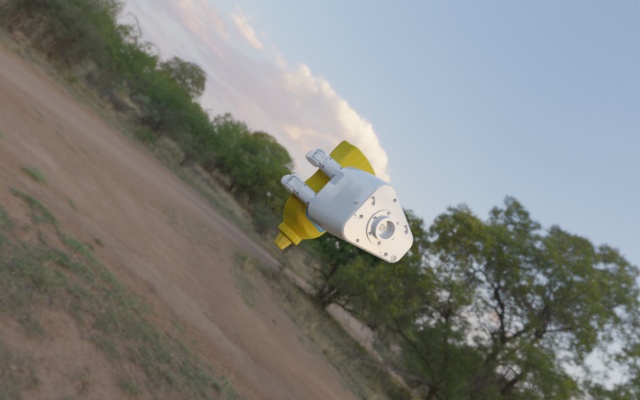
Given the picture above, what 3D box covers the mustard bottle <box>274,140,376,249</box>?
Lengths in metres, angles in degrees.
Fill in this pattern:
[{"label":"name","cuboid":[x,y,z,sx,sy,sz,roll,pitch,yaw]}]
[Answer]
[{"label":"mustard bottle","cuboid":[0.000,0.002,0.750,0.058,0.191,0.096,38,-9,39]}]
